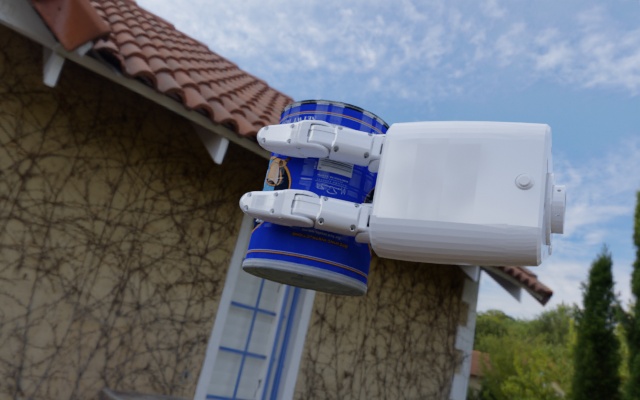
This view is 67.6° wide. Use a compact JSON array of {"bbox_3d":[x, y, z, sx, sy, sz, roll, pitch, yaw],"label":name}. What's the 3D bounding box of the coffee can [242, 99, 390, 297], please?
[{"bbox_3d":[0.000,0.001,0.407,0.103,0.140,0.103,11,-16,3],"label":"coffee can"}]
